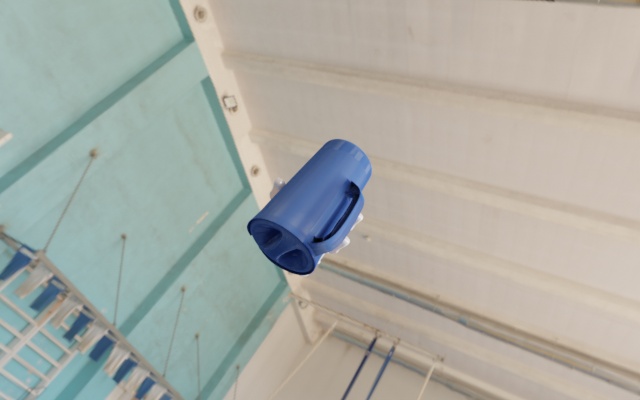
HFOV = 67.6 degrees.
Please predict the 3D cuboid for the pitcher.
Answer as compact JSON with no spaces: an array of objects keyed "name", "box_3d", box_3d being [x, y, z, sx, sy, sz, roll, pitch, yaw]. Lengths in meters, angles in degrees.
[{"name":"pitcher","box_3d":[0.000,0.003,0.835,0.149,0.242,0.145,33,-33,8]}]
